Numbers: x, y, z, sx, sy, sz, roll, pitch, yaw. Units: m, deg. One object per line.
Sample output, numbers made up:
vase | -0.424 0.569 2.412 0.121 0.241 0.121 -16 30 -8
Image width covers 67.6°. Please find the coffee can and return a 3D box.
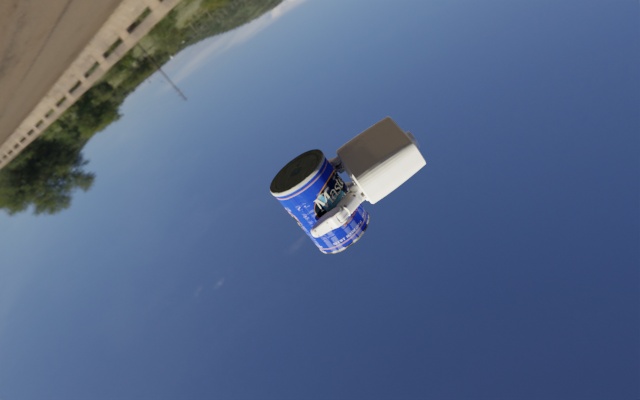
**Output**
coffee can | 0.000 0.003 0.777 0.103 0.140 0.102 -30 27 17
